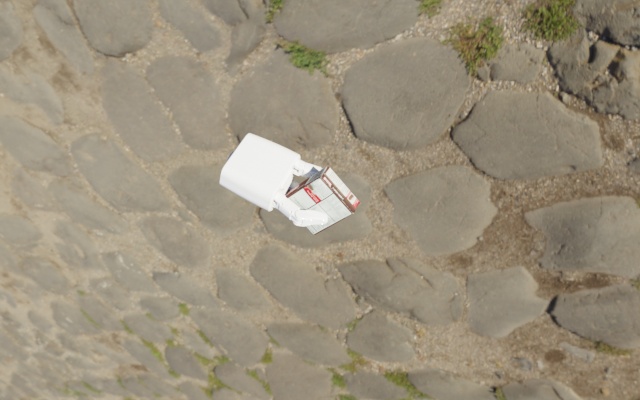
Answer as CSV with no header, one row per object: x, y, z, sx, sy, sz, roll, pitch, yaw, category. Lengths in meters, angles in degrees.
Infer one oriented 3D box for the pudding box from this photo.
0.000,0.003,0.844,0.113,0.090,0.039,-30,17,43,pudding box
